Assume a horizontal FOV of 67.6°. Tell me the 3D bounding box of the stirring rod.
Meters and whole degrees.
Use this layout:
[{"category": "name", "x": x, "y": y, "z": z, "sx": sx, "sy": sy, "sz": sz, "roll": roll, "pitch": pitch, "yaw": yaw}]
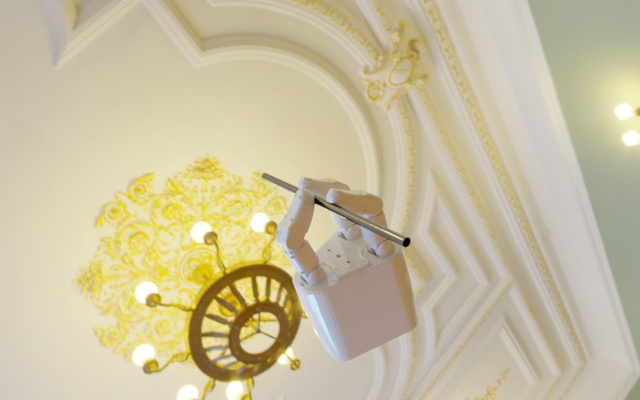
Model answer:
[{"category": "stirring rod", "x": 0.000, "y": 0.002, "z": 0.454, "sx": 0.011, "sy": 0.011, "sz": 0.239, "roll": 0, "pitch": 14, "yaw": -34}]
